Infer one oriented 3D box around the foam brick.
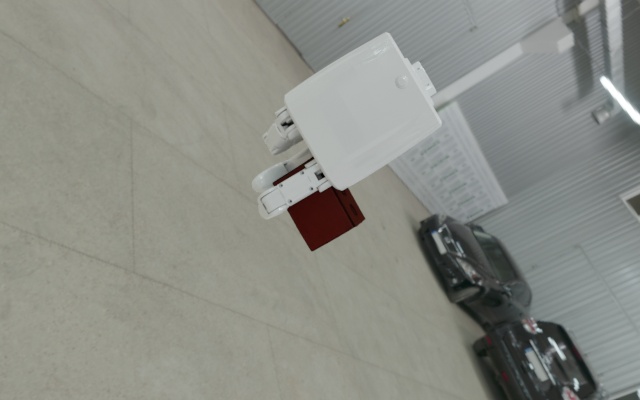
[{"bbox_3d":[0.000,0.002,0.463,0.051,0.078,0.053,-30,-3,15],"label":"foam brick"}]
